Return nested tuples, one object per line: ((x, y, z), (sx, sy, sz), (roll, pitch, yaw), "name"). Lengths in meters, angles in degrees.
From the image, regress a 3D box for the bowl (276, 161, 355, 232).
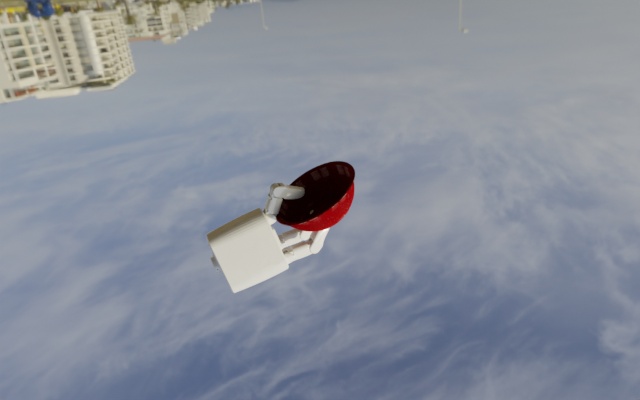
((0.002, 0.002, 0.838), (0.162, 0.055, 0.162), (-25, 31, 16), "bowl")
